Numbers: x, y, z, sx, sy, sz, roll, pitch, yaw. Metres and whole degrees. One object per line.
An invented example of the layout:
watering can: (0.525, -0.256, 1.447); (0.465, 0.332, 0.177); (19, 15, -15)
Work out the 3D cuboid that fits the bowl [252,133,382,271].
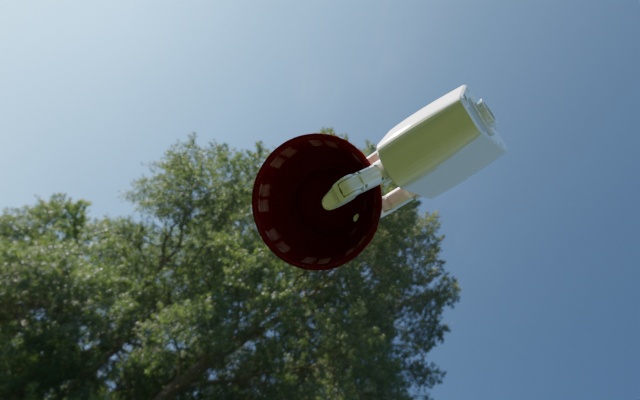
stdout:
bowl: (-0.001, 0.002, 0.583); (0.162, 0.162, 0.055); (0, 0, 18)
